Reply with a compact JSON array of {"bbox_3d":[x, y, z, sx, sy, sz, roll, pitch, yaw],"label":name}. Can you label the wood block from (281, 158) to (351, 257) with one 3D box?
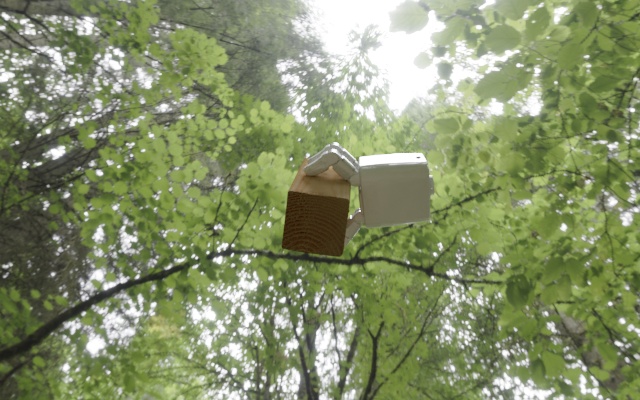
[{"bbox_3d":[0.000,0.003,0.765,0.090,0.091,0.206,8,18,2],"label":"wood block"}]
